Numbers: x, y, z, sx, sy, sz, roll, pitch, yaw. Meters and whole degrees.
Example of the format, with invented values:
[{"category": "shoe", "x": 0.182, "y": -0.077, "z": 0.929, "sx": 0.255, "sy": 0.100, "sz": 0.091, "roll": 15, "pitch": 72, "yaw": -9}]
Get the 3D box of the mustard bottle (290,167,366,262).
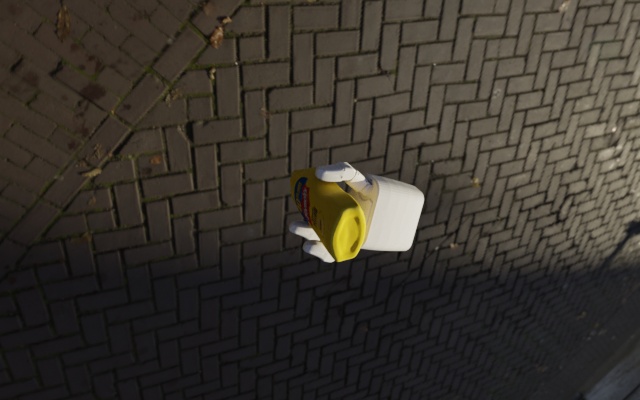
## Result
[{"category": "mustard bottle", "x": 0.000, "y": 0.003, "z": 0.741, "sx": 0.058, "sy": 0.096, "sz": 0.191, "roll": -13, "pitch": 36, "yaw": -21}]
